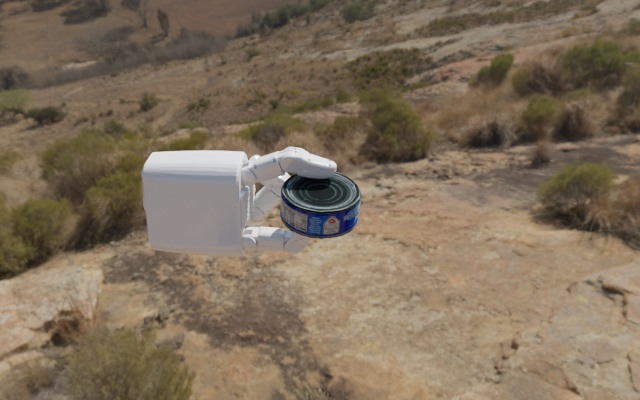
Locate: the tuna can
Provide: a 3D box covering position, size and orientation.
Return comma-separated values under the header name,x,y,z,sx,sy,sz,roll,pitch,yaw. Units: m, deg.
name,x,y,z,sx,sy,sz,roll,pitch,yaw
tuna can,0.000,0.001,0.508,0.086,0.034,0.086,3,33,-2
